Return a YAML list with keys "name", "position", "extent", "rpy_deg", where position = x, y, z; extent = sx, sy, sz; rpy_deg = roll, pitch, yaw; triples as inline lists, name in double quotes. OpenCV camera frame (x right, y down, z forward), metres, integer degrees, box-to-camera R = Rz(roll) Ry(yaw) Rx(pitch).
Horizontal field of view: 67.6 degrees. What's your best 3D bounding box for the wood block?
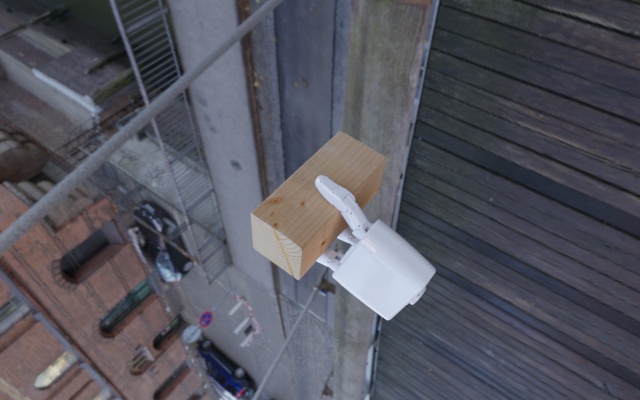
- name: "wood block"
  position: [0.000, 0.002, 0.707]
  extent: [0.090, 0.206, 0.091]
  rpy_deg: [33, -33, 18]
